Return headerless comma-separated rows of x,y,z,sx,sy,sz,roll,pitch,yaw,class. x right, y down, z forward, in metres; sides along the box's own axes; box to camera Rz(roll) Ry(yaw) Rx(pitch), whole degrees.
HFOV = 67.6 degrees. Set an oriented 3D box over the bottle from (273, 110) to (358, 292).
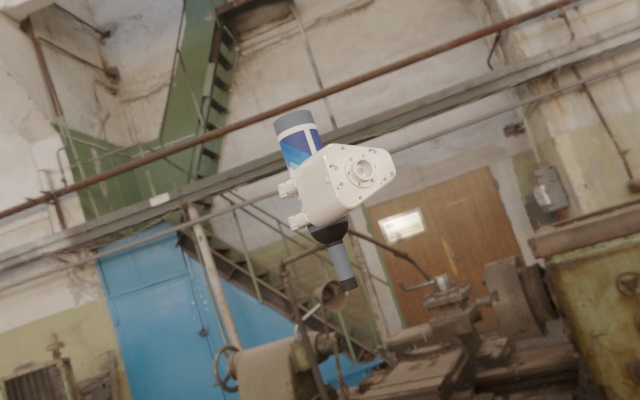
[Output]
0.000,0.002,0.773,0.069,0.295,0.069,-19,-6,-2,bottle
